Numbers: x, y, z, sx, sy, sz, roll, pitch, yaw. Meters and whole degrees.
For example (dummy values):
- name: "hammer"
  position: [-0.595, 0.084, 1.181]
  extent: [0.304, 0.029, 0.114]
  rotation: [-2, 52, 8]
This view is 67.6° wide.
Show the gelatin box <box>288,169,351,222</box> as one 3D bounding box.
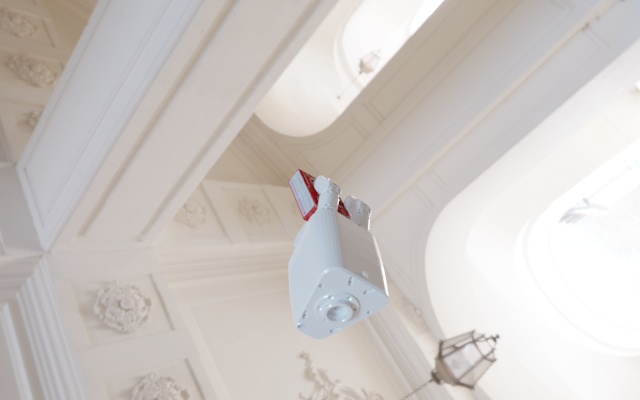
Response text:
- name: "gelatin box"
  position: [0.000, 0.002, 0.672]
  extent: [0.073, 0.030, 0.089]
  rotation: [26, 24, -36]
